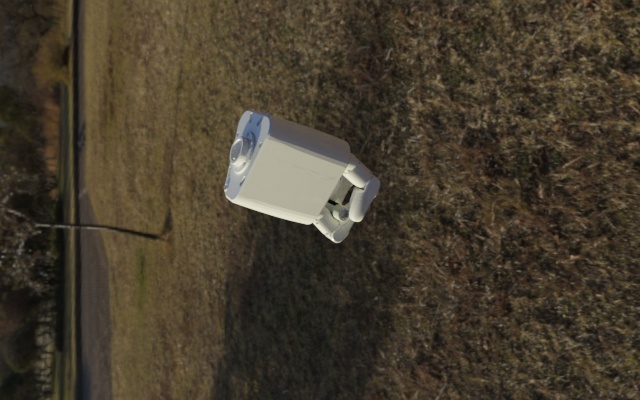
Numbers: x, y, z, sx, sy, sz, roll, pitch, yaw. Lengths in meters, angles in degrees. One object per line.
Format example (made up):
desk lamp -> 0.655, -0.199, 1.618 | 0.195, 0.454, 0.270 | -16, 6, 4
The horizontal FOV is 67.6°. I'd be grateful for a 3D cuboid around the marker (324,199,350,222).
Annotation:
marker -> 0.000, 0.002, 0.636 | 0.020, 0.020, 0.121 | 0, 15, -30
